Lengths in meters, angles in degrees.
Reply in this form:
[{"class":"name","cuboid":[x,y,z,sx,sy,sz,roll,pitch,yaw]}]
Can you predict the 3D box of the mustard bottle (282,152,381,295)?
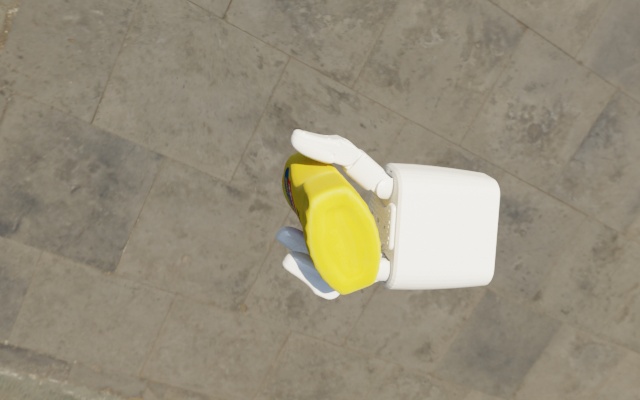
[{"class":"mustard bottle","cuboid":[0.000,0.002,0.457,0.058,0.096,0.191,-21,24,-4]}]
